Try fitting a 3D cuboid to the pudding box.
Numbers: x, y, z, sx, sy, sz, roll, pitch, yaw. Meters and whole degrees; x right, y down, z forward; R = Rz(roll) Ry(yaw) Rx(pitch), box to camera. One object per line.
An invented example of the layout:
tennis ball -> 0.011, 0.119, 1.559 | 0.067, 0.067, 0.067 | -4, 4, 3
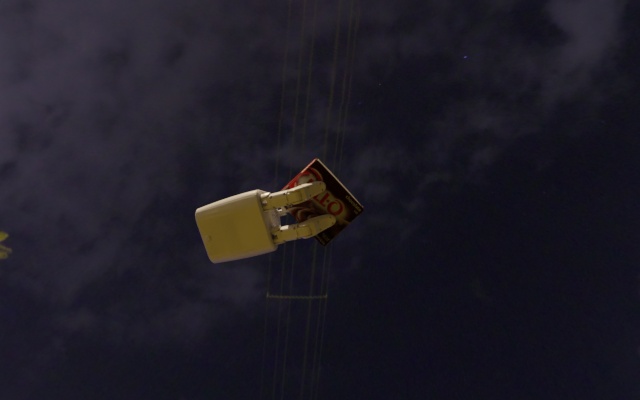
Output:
pudding box -> 0.000, 0.002, 0.761 | 0.090, 0.113, 0.039 | -43, 8, 9
